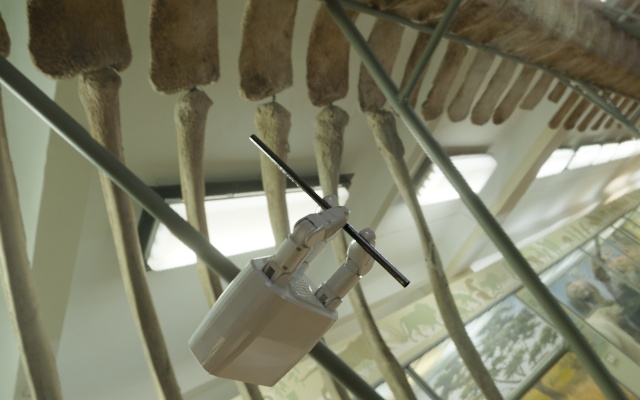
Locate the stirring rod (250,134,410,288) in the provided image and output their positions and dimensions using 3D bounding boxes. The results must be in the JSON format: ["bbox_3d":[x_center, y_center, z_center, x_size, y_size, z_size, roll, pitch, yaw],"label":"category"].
[{"bbox_3d":[0.000,0.002,0.478,0.239,0.011,0.011,44,24,29],"label":"stirring rod"}]
